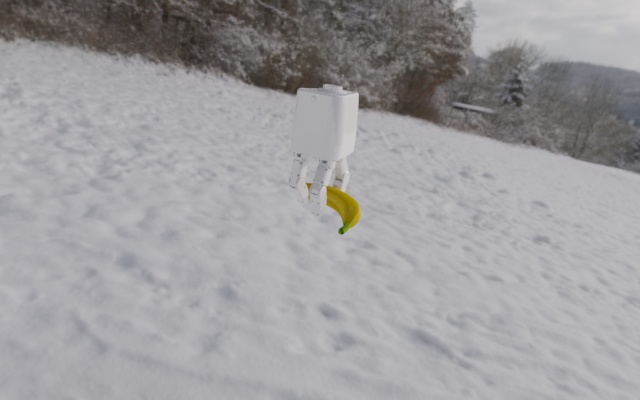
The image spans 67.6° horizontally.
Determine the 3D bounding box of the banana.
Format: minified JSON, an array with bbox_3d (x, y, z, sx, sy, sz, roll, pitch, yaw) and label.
[{"bbox_3d":[0.018,0.002,0.854,0.069,0.037,0.197,-8,24,-26],"label":"banana"}]
